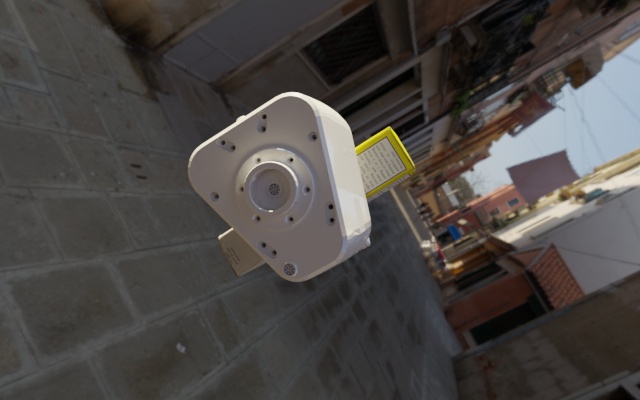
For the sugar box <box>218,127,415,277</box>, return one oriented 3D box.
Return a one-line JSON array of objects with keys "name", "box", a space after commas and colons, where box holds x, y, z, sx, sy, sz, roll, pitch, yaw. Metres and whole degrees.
[{"name": "sugar box", "box": [0.000, 0.001, 0.433, 0.176, 0.048, 0.093, -30, -4, 11]}]
